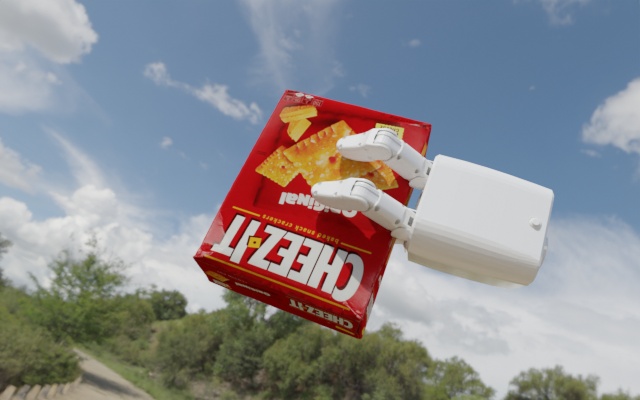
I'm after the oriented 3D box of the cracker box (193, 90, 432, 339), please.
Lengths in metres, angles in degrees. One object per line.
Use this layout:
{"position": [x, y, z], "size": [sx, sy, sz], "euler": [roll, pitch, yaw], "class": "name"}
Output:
{"position": [0.000, 0.001, 0.473], "size": [0.164, 0.213, 0.072], "euler": [18, -26, 14], "class": "cracker box"}
